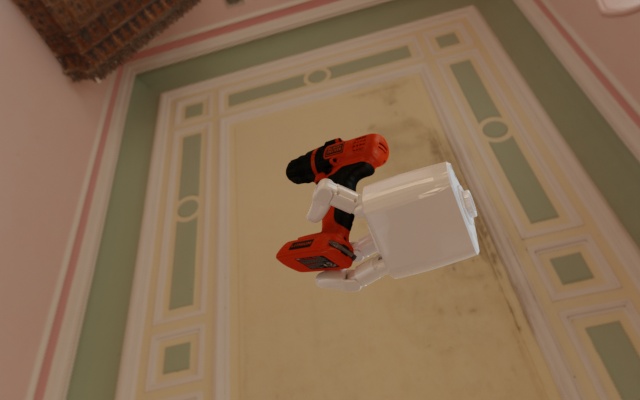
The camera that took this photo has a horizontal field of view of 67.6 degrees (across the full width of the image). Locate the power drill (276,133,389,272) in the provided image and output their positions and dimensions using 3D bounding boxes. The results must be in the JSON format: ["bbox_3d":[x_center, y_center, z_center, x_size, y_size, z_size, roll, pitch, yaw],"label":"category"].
[{"bbox_3d":[0.000,0.003,0.657,0.184,0.187,0.057,-13,-37,45],"label":"power drill"}]
